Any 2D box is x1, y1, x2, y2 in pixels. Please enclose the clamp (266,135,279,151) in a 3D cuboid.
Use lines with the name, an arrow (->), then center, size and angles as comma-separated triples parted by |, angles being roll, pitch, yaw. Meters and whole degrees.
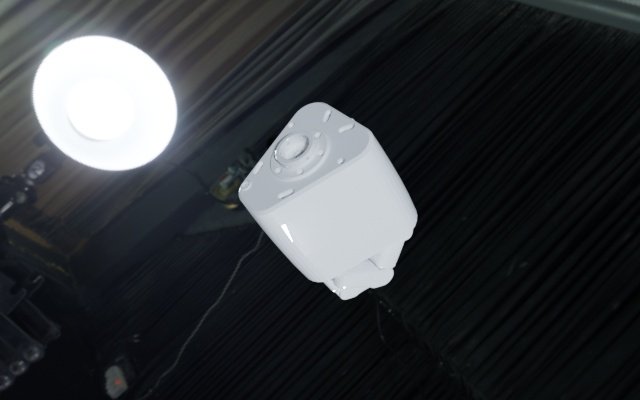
clamp -> 0.000, 0.002, 0.505 | 0.171, 0.039, 0.120 | 41, -9, 44
